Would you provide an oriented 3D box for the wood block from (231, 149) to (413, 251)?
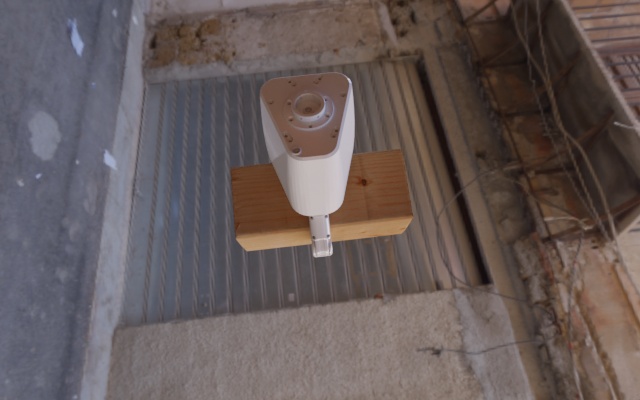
[{"bbox_3d":[0.000,0.002,0.597,0.206,0.090,0.090,-6,-16,-1],"label":"wood block"}]
